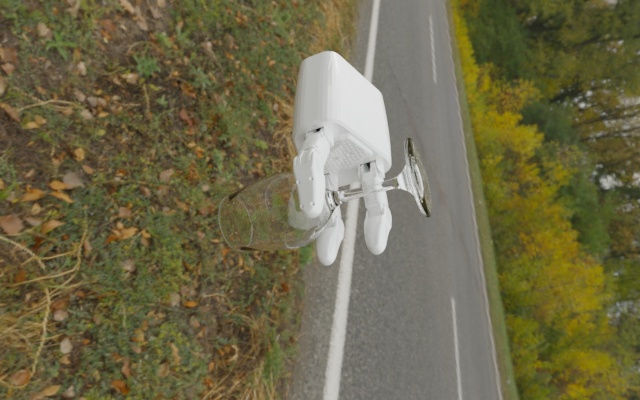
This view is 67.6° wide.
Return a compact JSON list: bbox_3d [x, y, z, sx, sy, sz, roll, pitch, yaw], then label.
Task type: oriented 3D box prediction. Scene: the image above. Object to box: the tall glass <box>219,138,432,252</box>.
[{"bbox_3d":[0.001,0.001,0.467,0.201,0.079,0.079,-14,-6,22],"label":"tall glass"}]
